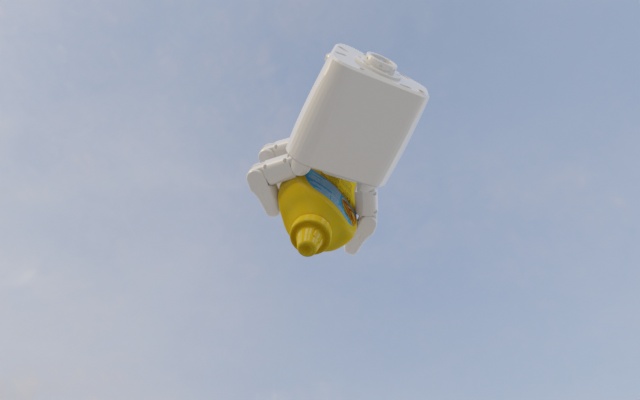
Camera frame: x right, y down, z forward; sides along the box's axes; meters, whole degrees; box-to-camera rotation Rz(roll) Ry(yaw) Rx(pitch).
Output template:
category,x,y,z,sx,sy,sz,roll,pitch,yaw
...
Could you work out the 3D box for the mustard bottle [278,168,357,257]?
category,x,y,z,sx,sy,sz,roll,pitch,yaw
mustard bottle,0.000,0.002,0.525,0.058,0.096,0.191,-37,17,23
